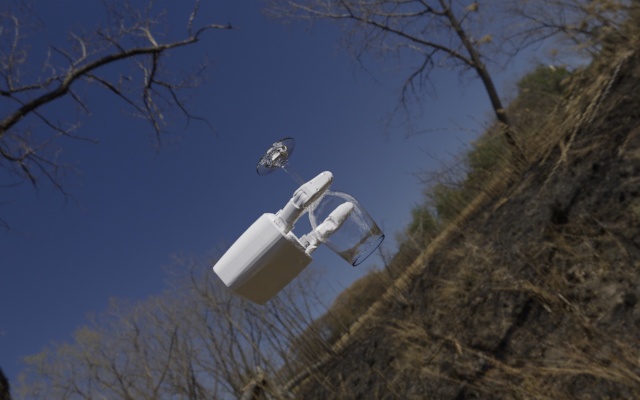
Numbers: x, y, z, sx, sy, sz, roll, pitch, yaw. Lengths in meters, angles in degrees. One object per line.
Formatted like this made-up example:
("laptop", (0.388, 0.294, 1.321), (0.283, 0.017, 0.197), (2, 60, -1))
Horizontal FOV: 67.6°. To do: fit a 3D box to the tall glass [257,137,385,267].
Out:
("tall glass", (0.000, 0.002, 0.685), (0.201, 0.079, 0.079), (45, 16, 17))
